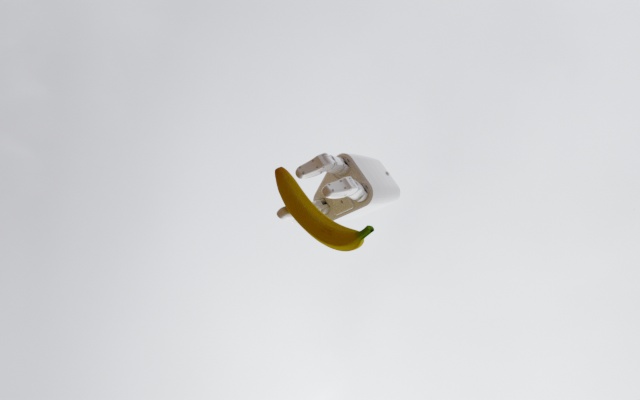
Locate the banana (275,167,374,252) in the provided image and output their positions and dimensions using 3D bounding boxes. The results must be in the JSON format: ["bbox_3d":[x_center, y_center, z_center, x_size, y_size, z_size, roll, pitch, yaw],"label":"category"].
[{"bbox_3d":[-0.004,0.020,0.691,0.197,0.070,0.037,33,23,33],"label":"banana"}]
